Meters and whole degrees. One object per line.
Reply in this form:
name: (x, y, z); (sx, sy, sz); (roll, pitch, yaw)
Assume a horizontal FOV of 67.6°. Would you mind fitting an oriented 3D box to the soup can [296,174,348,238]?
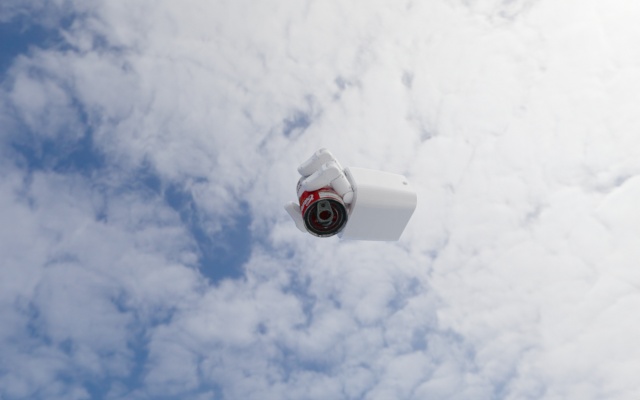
soup can: (0.000, 0.002, 0.749); (0.068, 0.068, 0.102); (0, 29, -10)
